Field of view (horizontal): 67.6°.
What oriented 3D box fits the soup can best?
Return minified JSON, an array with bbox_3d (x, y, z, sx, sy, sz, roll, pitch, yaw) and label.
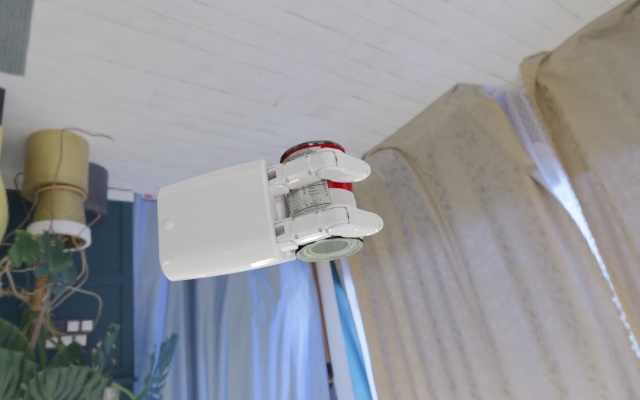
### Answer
[{"bbox_3d":[0.001,0.002,0.468,0.068,0.102,0.068,-9,-23,-4],"label":"soup can"}]
